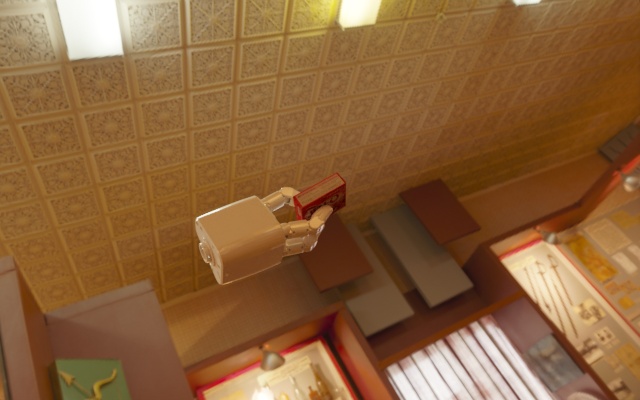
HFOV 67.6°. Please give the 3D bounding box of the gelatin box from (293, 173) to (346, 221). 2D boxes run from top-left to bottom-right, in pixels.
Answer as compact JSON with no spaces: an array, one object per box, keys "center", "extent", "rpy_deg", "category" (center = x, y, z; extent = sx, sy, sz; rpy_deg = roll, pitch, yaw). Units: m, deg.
[{"center":[0.000,0.002,0.798],"extent":[0.089,0.030,0.073],"rpy_deg":[-30,-29,-15],"category":"gelatin box"}]
